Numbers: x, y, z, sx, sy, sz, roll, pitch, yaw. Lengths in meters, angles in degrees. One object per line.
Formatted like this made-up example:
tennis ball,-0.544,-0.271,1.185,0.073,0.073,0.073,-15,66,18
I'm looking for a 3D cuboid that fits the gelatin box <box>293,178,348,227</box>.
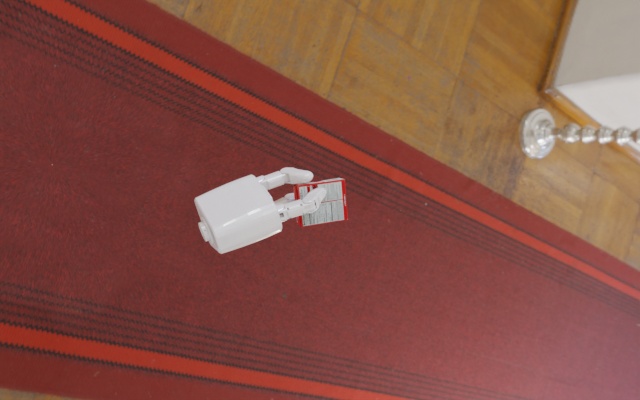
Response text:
gelatin box,0.001,0.003,0.827,0.089,0.073,0.030,-8,11,-16
